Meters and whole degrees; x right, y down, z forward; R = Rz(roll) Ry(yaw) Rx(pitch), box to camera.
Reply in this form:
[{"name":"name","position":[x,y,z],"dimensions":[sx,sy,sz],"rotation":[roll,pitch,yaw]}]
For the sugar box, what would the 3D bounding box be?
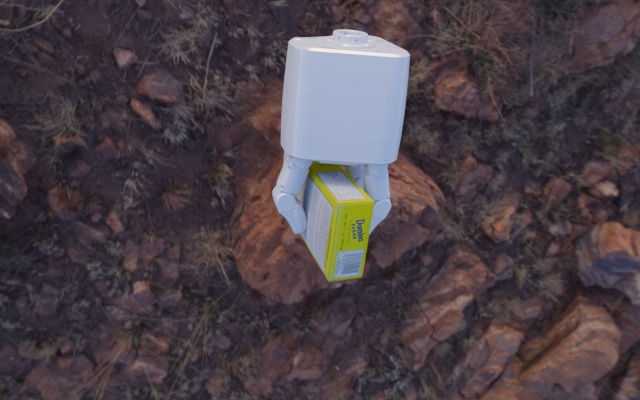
[{"name":"sugar box","position":[0.001,0.002,0.539],"dimensions":[0.048,0.093,0.176],"rotation":[-3,30,-18]}]
